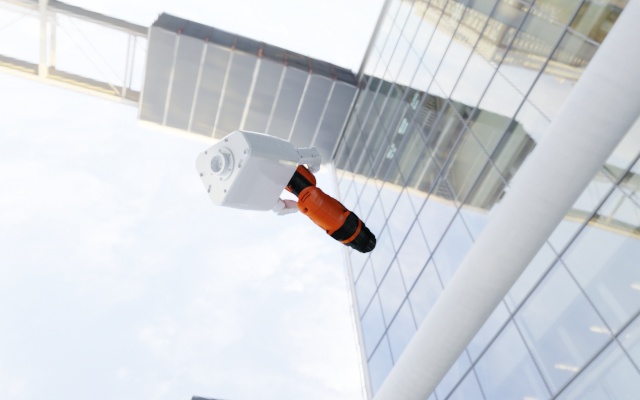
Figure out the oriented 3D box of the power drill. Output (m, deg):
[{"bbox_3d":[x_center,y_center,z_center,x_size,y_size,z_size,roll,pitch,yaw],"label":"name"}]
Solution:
[{"bbox_3d":[0.000,0.002,0.793,0.184,0.057,0.187,40,2,-43],"label":"power drill"}]
